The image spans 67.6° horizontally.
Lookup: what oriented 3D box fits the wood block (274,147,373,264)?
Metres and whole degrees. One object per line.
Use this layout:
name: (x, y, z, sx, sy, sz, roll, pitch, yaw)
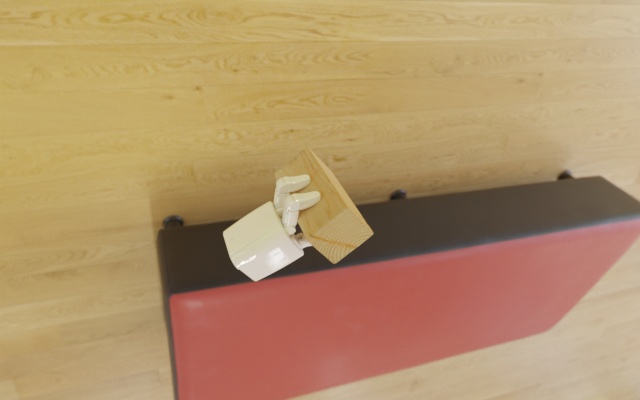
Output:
wood block: (0.000, 0.003, 0.873, 0.091, 0.090, 0.206, 45, 10, -40)
